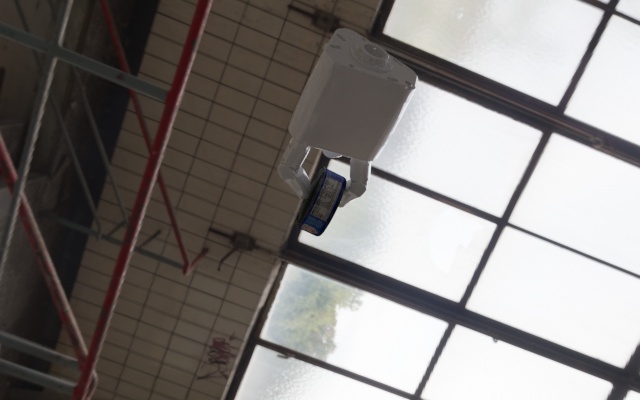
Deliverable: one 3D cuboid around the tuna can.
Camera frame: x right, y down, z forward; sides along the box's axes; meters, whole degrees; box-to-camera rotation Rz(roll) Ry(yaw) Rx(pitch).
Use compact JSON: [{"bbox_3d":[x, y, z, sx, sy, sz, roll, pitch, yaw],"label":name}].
[{"bbox_3d":[0.001,0.002,0.608,0.034,0.086,0.086,25,-4,-8],"label":"tuna can"}]
